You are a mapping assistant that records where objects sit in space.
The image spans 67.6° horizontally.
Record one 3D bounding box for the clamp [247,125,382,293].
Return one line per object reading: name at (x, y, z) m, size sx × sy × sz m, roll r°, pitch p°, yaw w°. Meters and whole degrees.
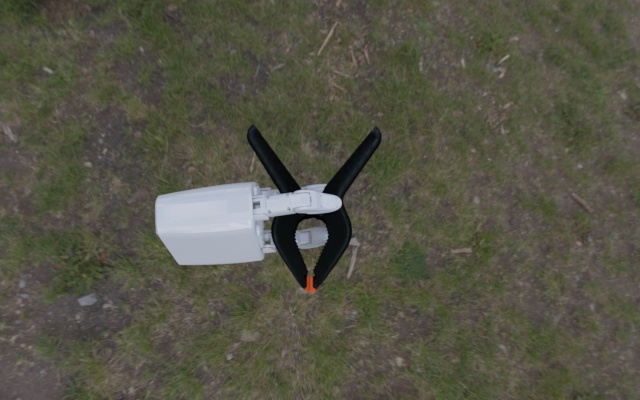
clamp at (0.000, 0.002, 0.568) m, size 0.164 × 0.210 × 0.036 m, roll -6°, pitch -13°, yaw 1°
